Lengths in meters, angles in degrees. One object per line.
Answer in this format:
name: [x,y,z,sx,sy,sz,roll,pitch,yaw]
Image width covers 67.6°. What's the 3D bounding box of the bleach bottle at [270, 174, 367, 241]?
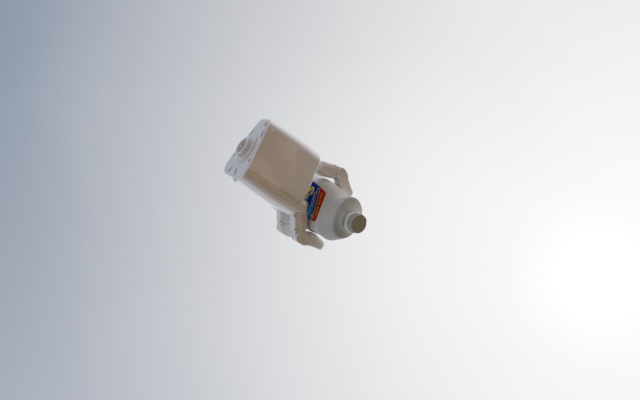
bleach bottle: [0.000,0.003,0.795,0.068,0.102,0.250,34,-6,-30]
